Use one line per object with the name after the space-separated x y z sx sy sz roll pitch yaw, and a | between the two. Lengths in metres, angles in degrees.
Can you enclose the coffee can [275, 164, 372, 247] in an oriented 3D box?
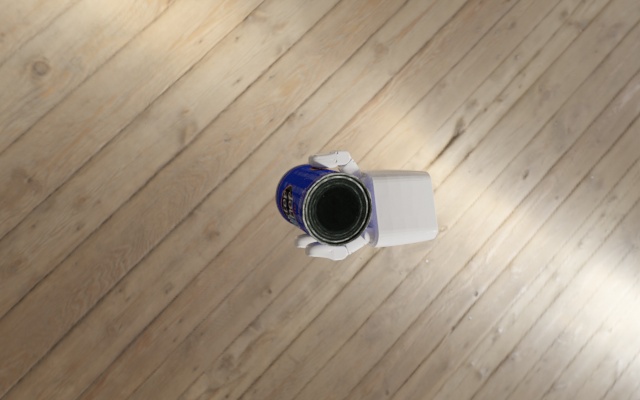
0.000 0.002 0.706 0.103 0.103 0.140 0 9 -20 | coffee can
